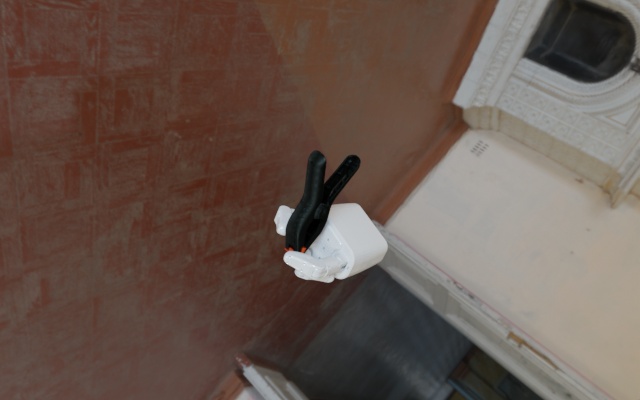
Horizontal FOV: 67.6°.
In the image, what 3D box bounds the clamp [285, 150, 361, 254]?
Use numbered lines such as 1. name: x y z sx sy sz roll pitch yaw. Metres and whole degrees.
1. clamp: 0.000 0.003 0.689 0.039 0.171 0.120 39 29 30
